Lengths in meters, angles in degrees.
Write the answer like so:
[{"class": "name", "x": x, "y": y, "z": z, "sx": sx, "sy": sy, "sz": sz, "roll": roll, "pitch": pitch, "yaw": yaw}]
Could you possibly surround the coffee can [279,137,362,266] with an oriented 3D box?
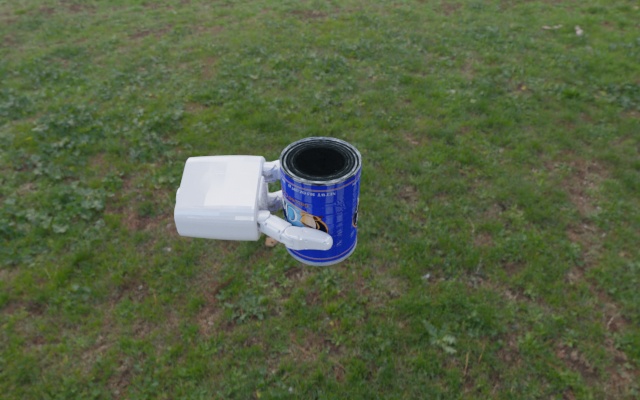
[{"class": "coffee can", "x": 0.000, "y": 0.002, "z": 0.633, "sx": 0.103, "sy": 0.140, "sz": 0.102, "roll": 0, "pitch": 40, "yaw": 0}]
